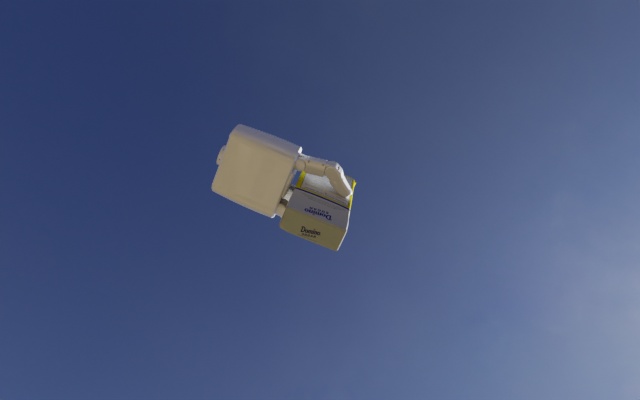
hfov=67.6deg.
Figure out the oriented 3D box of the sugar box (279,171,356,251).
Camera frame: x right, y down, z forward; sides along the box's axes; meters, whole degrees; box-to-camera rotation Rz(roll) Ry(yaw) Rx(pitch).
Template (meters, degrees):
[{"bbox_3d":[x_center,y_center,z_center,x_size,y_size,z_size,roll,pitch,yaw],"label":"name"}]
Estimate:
[{"bbox_3d":[0.000,0.003,0.742,0.093,0.048,0.176,22,30,-2],"label":"sugar box"}]
